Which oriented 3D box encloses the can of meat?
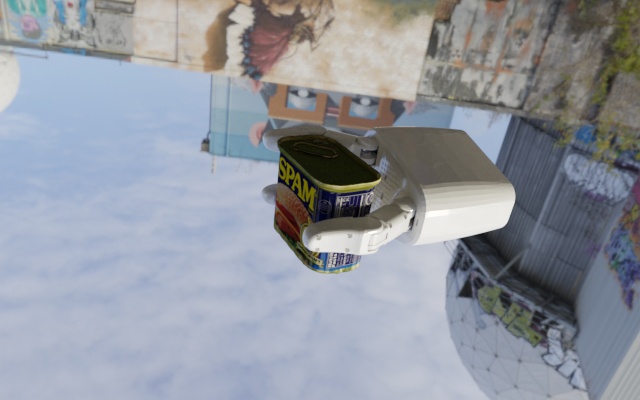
[{"bbox_3d":[0.000,0.002,0.406,0.057,0.084,0.102,-8,31,-28],"label":"can of meat"}]
